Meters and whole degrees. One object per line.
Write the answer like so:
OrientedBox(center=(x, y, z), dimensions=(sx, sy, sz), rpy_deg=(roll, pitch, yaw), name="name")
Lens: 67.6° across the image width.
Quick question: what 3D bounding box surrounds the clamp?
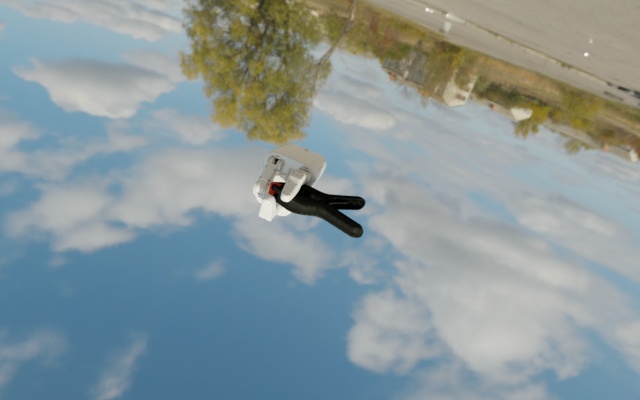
OrientedBox(center=(0.000, 0.003, 0.802), dimensions=(0.171, 0.039, 0.120), rpy_deg=(23, 21, 6), name="clamp")
